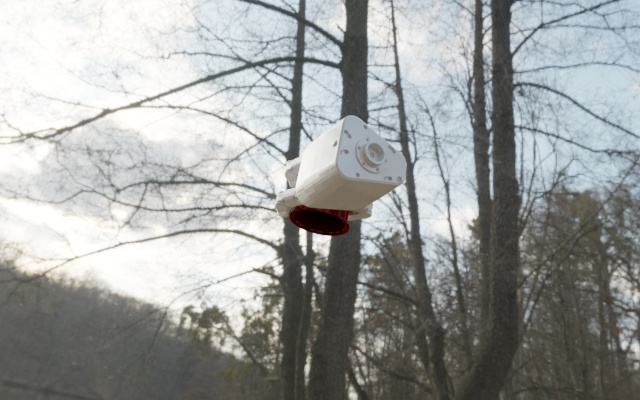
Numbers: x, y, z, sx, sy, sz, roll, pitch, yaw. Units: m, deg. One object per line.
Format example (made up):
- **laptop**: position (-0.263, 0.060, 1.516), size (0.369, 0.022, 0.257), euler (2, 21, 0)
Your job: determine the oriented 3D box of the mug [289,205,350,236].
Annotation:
- **mug**: position (-0.001, 0.003, 0.748), size (0.093, 0.081, 0.117), euler (25, -28, -23)
